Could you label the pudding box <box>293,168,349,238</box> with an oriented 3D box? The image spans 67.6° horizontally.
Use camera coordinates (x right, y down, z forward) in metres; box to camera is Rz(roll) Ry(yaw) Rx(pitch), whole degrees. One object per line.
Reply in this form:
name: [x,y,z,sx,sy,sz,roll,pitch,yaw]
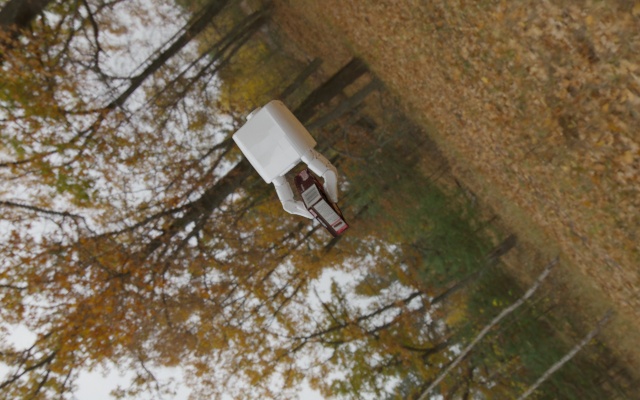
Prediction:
pudding box: [0.000,0.003,0.865,0.039,0.090,0.113,-37,34,10]
